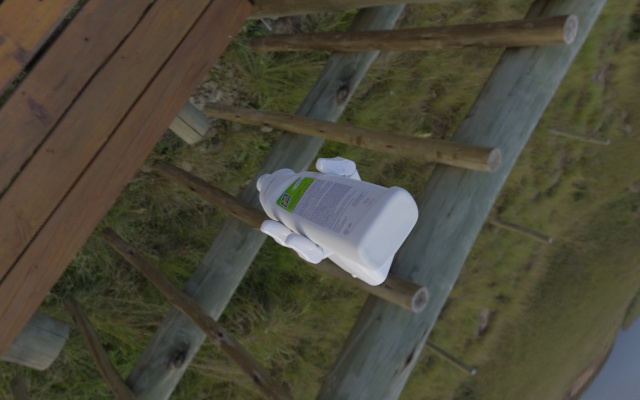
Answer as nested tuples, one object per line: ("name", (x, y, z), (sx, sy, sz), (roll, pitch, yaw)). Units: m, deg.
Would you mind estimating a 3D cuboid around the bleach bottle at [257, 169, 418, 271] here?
("bleach bottle", (0.000, 0.002, 0.633), (0.250, 0.102, 0.068), (24, -19, 46))
